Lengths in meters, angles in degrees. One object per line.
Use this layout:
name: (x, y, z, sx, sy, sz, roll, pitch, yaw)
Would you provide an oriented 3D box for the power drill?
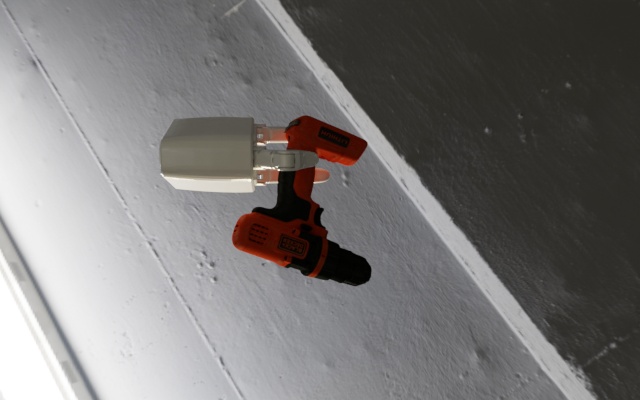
power drill: (0.000, 0.001, 0.602, 0.184, 0.187, 0.057, 21, -16, -20)
